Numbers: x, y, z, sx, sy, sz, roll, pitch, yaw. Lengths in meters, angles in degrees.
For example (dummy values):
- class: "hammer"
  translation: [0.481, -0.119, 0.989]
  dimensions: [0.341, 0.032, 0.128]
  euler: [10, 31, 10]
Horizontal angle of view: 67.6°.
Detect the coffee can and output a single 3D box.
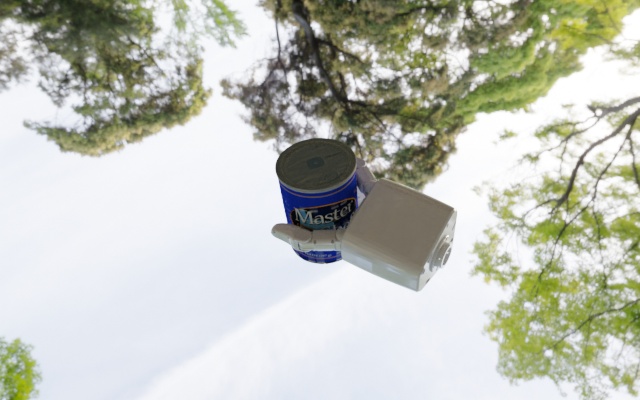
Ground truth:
- class: "coffee can"
  translation: [0.000, 0.002, 0.644]
  dimensions: [0.103, 0.140, 0.102]
  euler: [-4, 44, 4]
